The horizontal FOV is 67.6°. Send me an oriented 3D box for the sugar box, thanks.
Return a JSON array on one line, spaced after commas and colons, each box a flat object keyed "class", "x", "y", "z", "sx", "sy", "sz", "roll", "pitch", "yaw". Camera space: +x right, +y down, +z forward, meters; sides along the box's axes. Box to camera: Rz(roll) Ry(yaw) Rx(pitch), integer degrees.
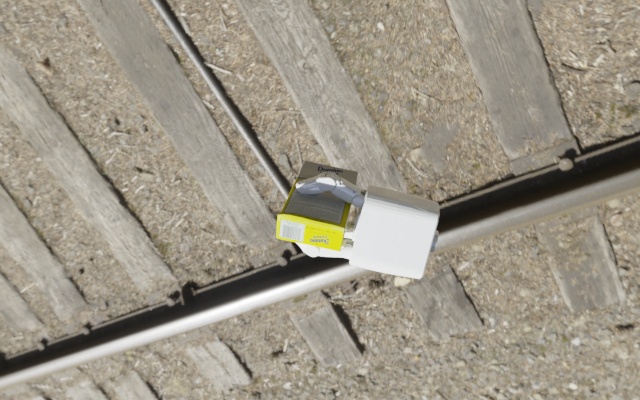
[{"class": "sugar box", "x": 0.000, "y": 0.003, "z": 0.713, "sx": 0.093, "sy": 0.048, "sz": 0.176, "roll": 12, "pitch": 28, "yaw": 5}]
